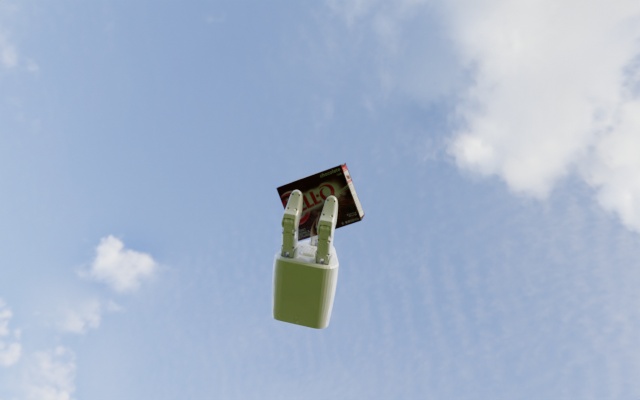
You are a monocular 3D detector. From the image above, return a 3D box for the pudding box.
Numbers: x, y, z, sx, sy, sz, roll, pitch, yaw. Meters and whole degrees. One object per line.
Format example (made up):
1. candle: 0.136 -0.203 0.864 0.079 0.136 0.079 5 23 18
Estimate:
1. pudding box: 0.000 0.002 0.730 0.113 0.090 0.039 -19 6 16
